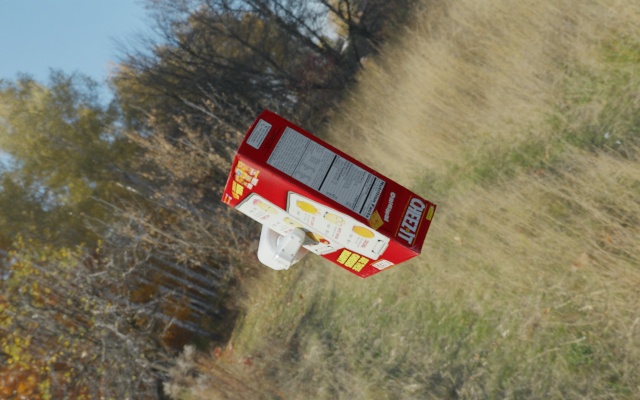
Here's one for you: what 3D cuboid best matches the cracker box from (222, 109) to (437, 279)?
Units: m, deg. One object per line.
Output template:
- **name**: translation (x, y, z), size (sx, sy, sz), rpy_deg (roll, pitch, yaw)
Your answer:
- **cracker box**: translation (0.000, 0.002, 0.557), size (0.214, 0.072, 0.164), rpy_deg (29, -23, -6)
